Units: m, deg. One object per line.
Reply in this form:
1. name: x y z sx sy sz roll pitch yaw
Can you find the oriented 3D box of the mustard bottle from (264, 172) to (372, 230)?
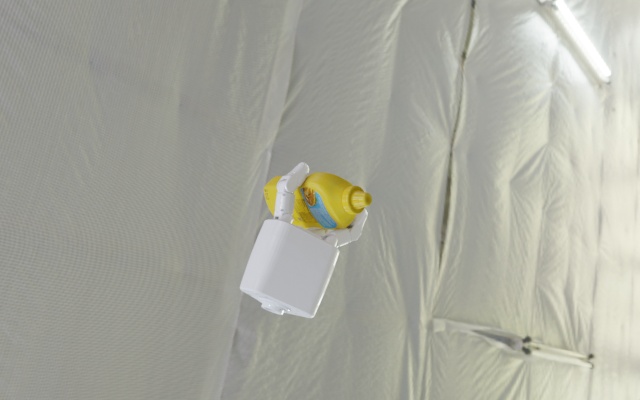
1. mustard bottle: 0.000 0.002 0.731 0.191 0.096 0.058 -3 35 47
